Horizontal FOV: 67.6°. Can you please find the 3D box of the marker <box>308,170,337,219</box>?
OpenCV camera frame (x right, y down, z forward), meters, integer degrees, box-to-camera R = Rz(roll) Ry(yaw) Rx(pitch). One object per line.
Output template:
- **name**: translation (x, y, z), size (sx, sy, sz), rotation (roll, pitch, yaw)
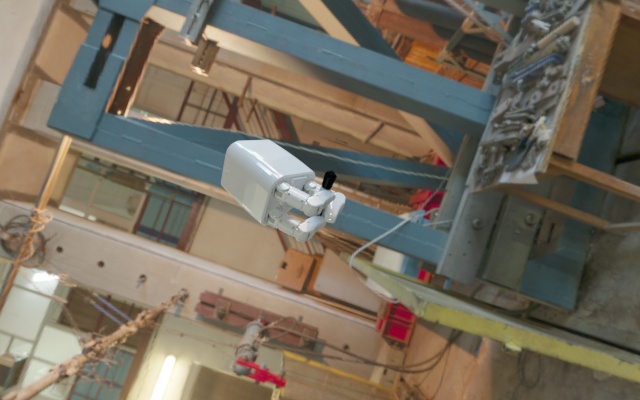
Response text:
- **marker**: translation (0.000, 0.002, 0.746), size (0.020, 0.121, 0.020), rotation (12, 39, -10)
